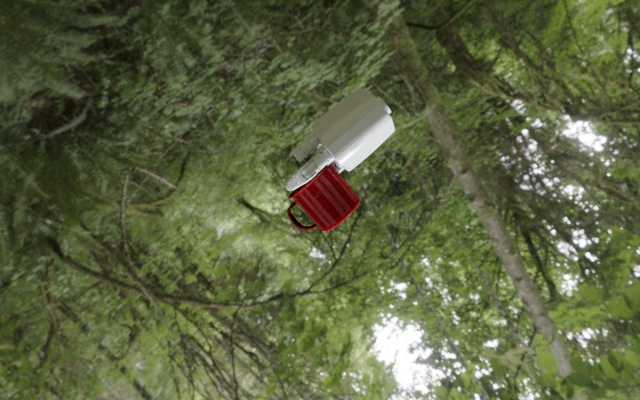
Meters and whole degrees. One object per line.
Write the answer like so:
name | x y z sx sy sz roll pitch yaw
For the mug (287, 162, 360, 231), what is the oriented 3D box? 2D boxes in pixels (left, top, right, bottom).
mug | -0.001 0.004 0.772 0.117 0.081 0.093 -40 8 9
